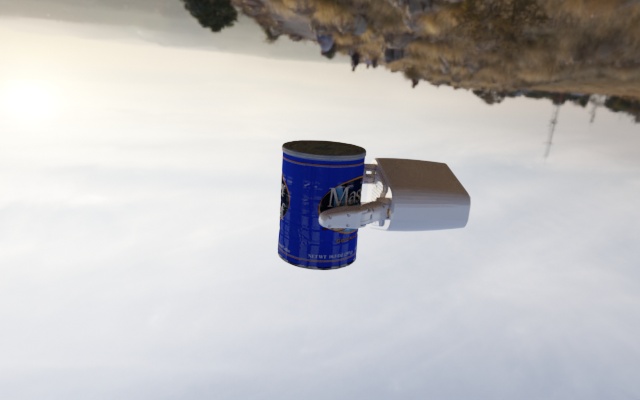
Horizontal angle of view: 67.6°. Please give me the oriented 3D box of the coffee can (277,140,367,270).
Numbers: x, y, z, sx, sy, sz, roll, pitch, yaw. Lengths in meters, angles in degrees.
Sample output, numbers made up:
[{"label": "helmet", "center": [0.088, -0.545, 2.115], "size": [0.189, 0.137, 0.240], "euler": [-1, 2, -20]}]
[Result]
[{"label": "coffee can", "center": [0.000, 0.002, 0.596], "size": [0.103, 0.140, 0.102], "euler": [4, 16, -1]}]
